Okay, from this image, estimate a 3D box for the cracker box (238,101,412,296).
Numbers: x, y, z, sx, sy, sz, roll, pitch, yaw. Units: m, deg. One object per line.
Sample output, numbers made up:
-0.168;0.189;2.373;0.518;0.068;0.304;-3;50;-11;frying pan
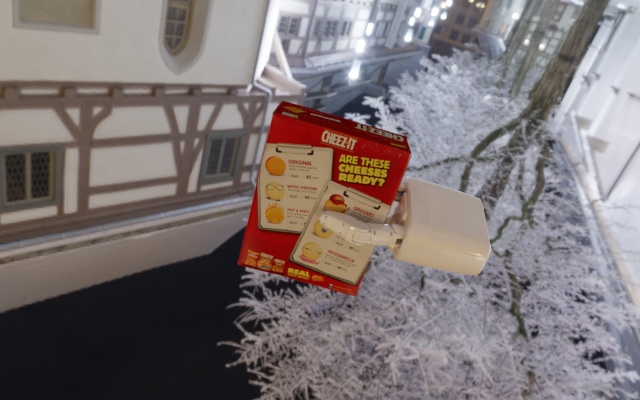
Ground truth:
0.000;0.002;0.604;0.164;0.214;0.072;16;27;-3;cracker box
